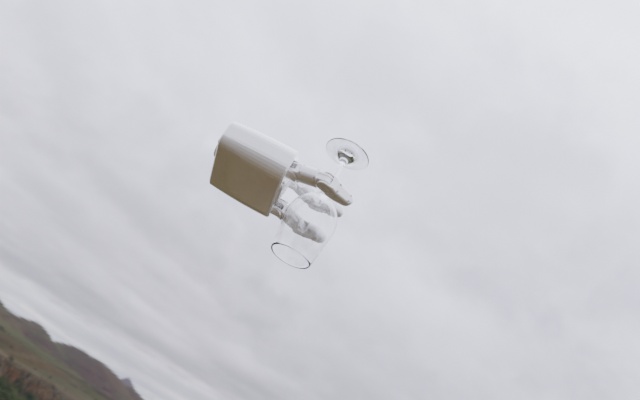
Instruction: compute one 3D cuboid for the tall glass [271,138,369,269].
[{"bbox_3d":[0.001,0.002,0.712,0.079,0.201,0.079,21,-30,13],"label":"tall glass"}]
